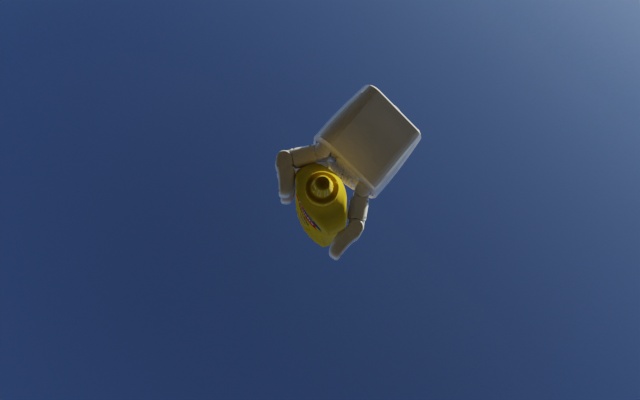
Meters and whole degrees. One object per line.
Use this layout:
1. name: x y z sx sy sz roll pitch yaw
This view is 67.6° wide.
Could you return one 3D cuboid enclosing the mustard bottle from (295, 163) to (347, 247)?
1. mustard bottle: 0.000 0.002 0.632 0.058 0.096 0.192 -23 -12 -7
